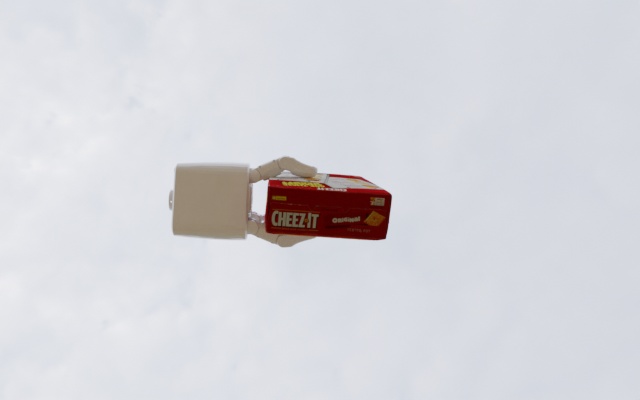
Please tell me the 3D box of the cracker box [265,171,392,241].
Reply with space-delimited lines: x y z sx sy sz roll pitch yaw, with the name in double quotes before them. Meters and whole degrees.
"cracker box" 0.000 0.002 0.719 0.164 0.072 0.213 3 9 -6
